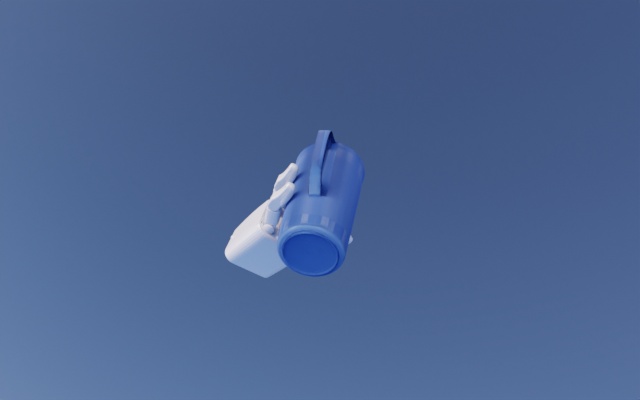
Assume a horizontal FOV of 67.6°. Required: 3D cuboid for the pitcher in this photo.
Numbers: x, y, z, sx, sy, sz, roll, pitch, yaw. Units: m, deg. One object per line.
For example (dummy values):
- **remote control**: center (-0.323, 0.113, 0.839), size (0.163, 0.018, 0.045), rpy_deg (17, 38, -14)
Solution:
- **pitcher**: center (0.000, 0.003, 0.817), size (0.145, 0.149, 0.242), rpy_deg (-38, 22, 31)
